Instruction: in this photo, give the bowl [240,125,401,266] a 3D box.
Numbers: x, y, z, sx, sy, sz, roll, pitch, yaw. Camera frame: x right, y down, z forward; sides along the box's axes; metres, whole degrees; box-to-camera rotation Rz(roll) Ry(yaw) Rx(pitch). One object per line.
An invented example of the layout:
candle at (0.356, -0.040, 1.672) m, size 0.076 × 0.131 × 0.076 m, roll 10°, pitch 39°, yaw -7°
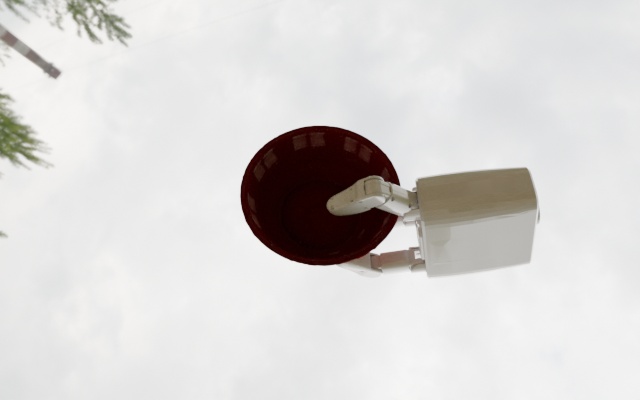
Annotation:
bowl at (-0.001, 0.002, 0.497) m, size 0.162 × 0.162 × 0.055 m, roll 0°, pitch -29°, yaw -1°
